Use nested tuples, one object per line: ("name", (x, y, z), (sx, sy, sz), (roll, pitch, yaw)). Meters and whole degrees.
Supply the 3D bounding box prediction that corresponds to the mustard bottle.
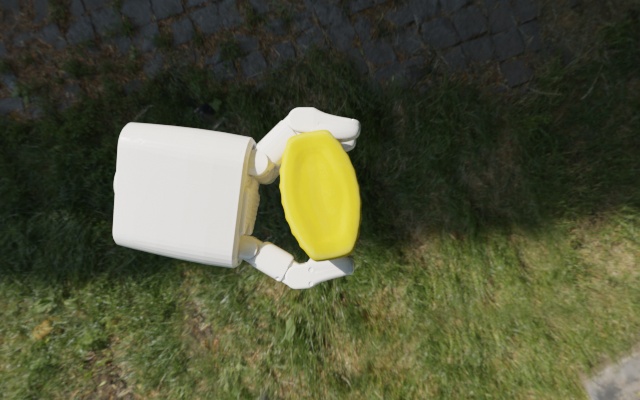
("mustard bottle", (0.000, 0.001, 0.434), (0.058, 0.096, 0.191), (-13, -3, -1))
